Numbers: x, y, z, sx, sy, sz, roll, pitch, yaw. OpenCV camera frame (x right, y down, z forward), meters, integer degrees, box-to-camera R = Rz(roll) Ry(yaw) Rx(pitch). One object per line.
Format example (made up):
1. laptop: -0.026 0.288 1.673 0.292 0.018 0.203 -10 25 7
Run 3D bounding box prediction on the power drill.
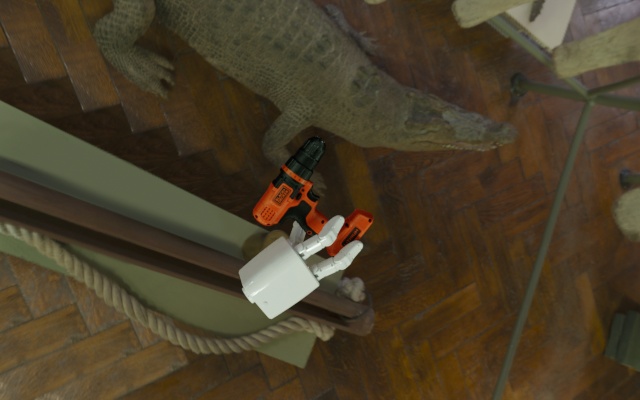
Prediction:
1. power drill: 0.000 0.003 0.857 0.188 0.184 0.057 36 11 -11
